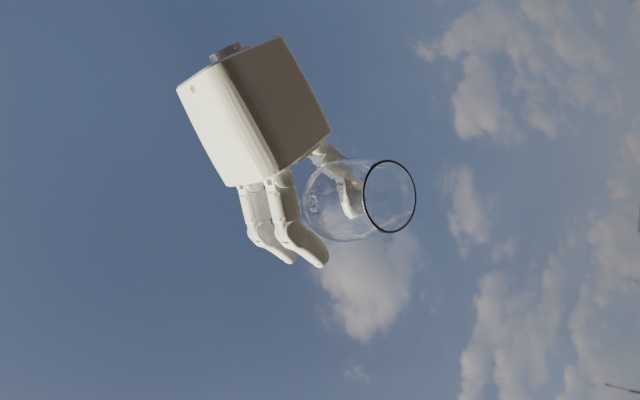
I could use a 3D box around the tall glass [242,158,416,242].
[{"bbox_3d":[0.000,0.002,0.476,0.079,0.079,0.201,0,-3,-36],"label":"tall glass"}]
